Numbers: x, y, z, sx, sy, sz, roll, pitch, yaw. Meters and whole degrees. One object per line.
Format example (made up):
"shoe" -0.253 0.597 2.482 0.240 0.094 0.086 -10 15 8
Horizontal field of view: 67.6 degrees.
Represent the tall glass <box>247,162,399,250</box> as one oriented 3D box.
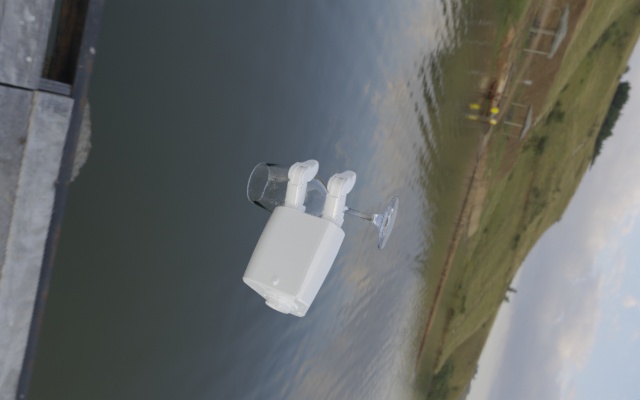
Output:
"tall glass" 0.001 0.002 0.660 0.201 0.079 0.079 18 6 18
